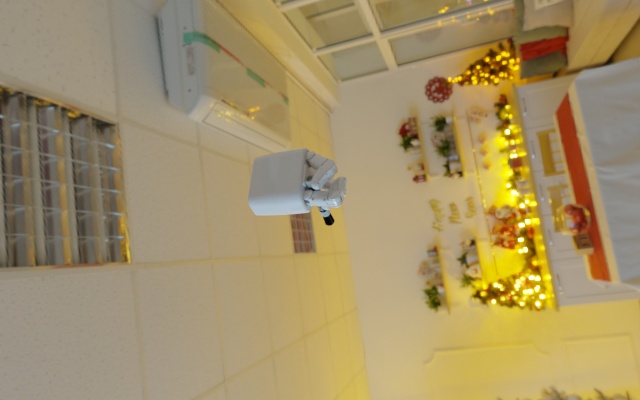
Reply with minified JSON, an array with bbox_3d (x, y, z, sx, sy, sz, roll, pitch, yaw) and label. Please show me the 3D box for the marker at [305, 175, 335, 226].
[{"bbox_3d":[0.000,0.003,0.857,0.020,0.020,0.121,0,-43,26],"label":"marker"}]
